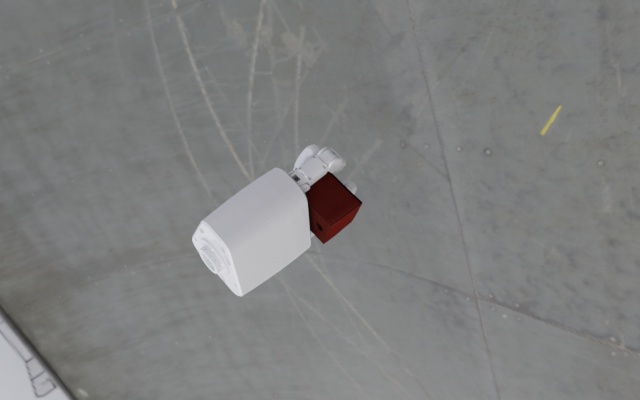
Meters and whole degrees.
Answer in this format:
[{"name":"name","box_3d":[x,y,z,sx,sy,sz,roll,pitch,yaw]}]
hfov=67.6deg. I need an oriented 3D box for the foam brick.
[{"name":"foam brick","box_3d":[0.000,0.002,0.565,0.051,0.078,0.053,-38,-17,-26]}]
